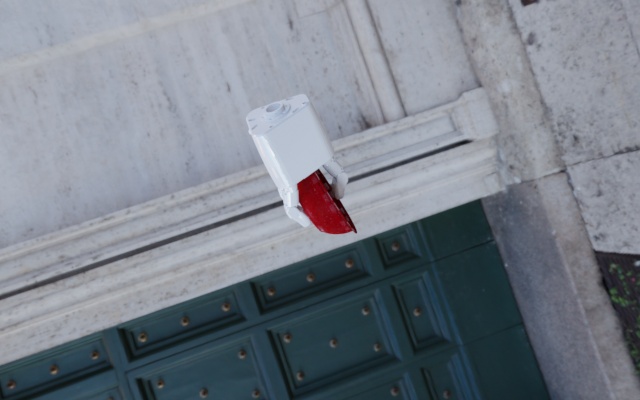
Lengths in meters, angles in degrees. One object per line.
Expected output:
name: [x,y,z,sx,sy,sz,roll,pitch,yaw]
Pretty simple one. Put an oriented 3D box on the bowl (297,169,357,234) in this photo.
bowl: [0.000,0.004,0.844,0.055,0.162,0.162,-33,-4,5]
